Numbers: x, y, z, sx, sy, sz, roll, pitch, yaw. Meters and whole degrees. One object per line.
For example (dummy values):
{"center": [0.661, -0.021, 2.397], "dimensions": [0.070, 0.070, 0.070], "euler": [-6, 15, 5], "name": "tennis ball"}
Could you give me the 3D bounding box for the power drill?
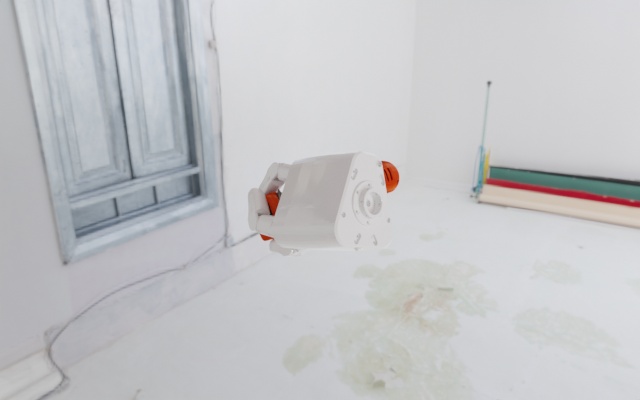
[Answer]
{"center": [0.000, 0.002, 0.693], "dimensions": [0.187, 0.057, 0.184], "euler": [-19, -7, -24], "name": "power drill"}
